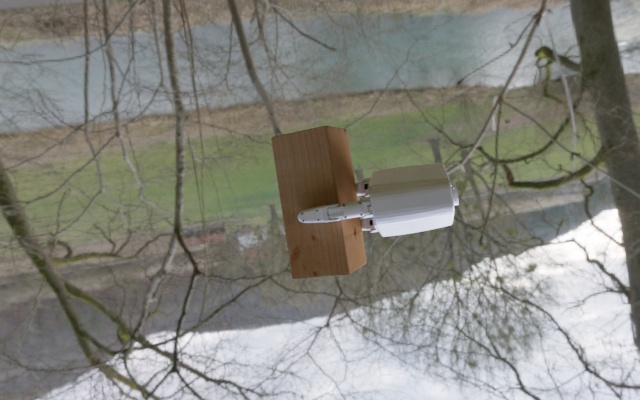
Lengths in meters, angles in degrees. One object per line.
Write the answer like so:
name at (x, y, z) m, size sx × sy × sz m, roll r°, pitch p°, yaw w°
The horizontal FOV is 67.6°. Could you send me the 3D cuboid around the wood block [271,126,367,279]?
wood block at (0.000, 0.002, 0.703) m, size 0.090 × 0.206 × 0.091 m, roll -8°, pitch 1°, yaw 23°
